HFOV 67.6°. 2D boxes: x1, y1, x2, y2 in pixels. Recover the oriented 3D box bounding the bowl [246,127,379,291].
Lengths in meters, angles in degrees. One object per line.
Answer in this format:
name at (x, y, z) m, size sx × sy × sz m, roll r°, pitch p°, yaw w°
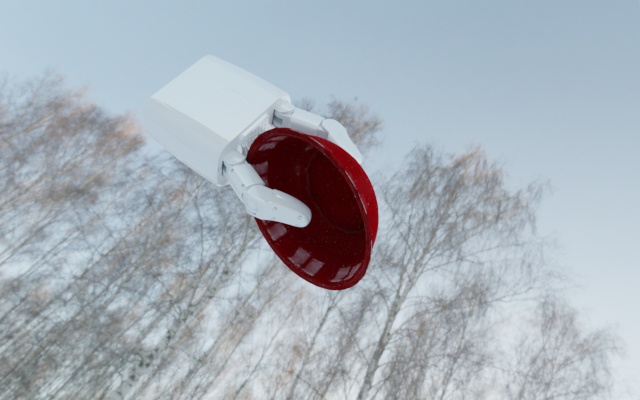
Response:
bowl at (0.001, 0.002, 0.451) m, size 0.055 × 0.162 × 0.162 m, roll -30°, pitch 19°, yaw -38°
